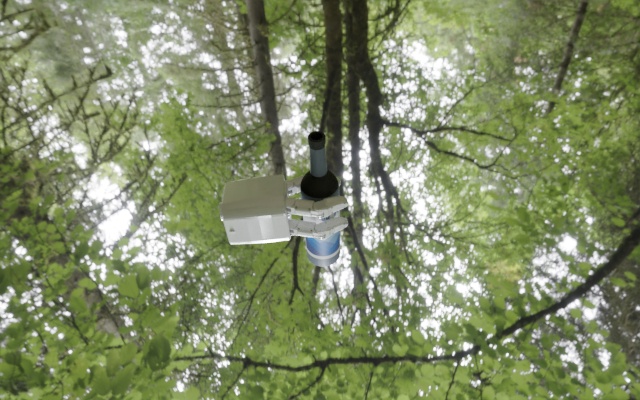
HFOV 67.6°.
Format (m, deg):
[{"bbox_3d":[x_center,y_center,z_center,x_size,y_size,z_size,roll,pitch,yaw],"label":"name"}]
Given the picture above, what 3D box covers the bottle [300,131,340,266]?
[{"bbox_3d":[0.000,0.003,0.838,0.069,0.069,0.296,0,-43,3],"label":"bottle"}]
